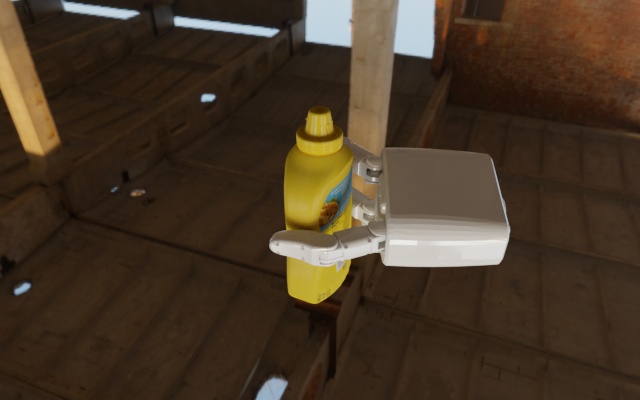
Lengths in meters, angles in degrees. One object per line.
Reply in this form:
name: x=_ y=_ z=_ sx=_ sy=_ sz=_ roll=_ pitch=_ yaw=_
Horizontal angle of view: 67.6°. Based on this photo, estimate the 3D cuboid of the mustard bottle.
mustard bottle: x=0.000 y=0.002 z=0.460 sx=0.058 sy=0.192 sz=0.096 roll=16 pitch=38 yaw=21
